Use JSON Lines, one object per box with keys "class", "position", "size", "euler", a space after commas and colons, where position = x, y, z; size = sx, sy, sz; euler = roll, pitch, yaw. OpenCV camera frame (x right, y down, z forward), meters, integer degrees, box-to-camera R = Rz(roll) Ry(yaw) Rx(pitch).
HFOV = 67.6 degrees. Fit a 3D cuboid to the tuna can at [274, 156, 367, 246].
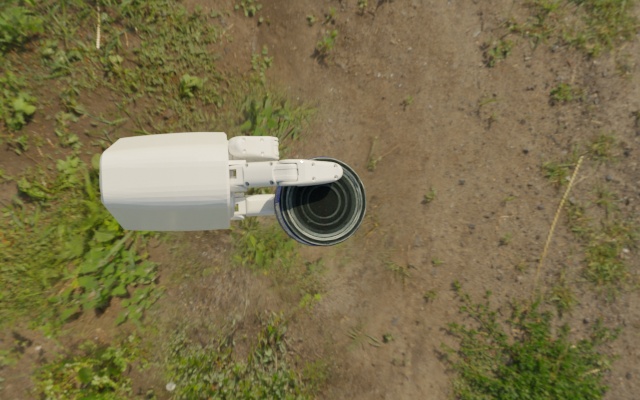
{"class": "tuna can", "position": [0.000, 0.001, 0.458], "size": [0.086, 0.086, 0.034], "euler": [0, -4, -14]}
